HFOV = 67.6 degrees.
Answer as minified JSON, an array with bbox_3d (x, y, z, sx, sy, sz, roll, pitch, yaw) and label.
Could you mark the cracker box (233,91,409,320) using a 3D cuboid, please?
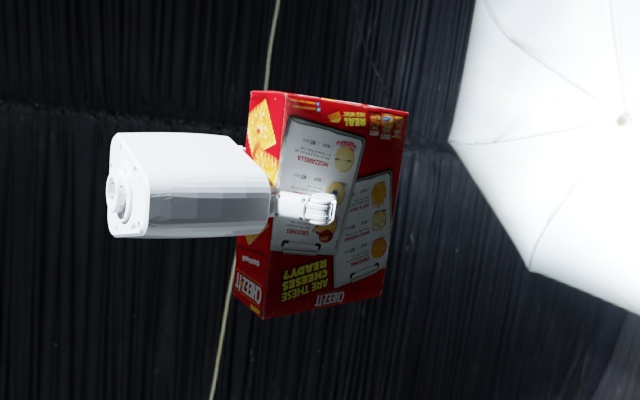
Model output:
[{"bbox_3d":[0.000,0.002,0.507,0.164,0.214,0.072,-1,14,-38],"label":"cracker box"}]
